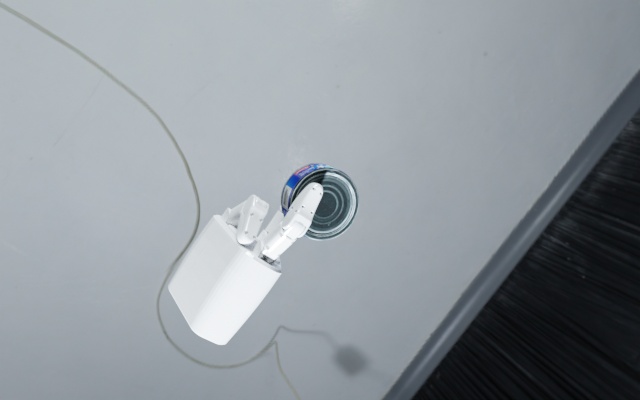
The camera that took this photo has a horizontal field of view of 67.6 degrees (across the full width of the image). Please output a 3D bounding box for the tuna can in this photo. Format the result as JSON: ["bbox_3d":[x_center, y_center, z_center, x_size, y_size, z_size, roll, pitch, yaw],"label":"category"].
[{"bbox_3d":[0.000,0.002,0.545,0.086,0.086,0.033,0,13,-20],"label":"tuna can"}]
